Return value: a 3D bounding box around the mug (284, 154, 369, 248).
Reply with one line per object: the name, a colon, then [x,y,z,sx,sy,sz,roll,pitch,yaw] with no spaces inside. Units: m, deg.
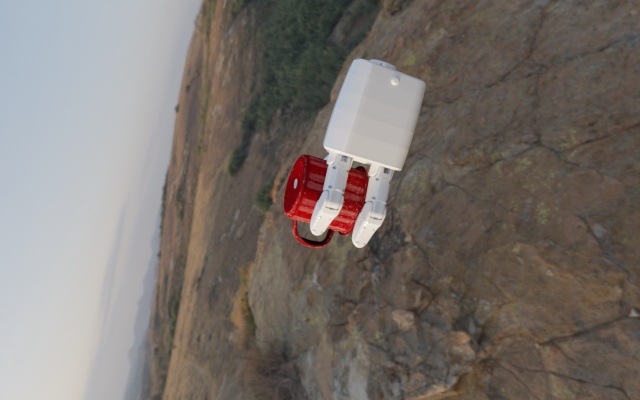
mug: [-0.001,0.003,0.603,0.081,0.117,0.093,15,7,-18]
